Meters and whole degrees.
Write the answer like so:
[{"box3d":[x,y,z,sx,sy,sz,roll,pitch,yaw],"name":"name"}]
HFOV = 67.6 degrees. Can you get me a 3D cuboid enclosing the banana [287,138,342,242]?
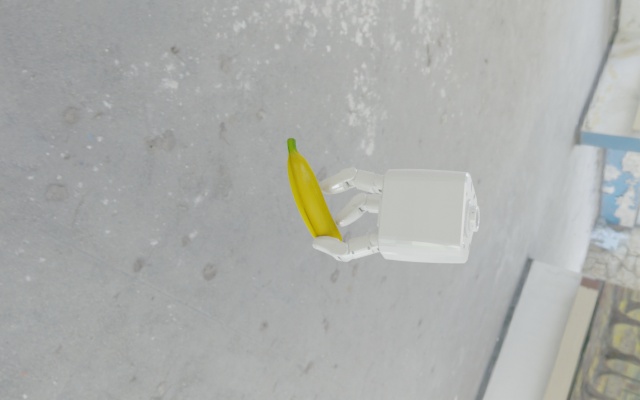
[{"box3d":[-0.004,0.010,0.668,0.037,0.198,0.069,-10,33,19],"name":"banana"}]
